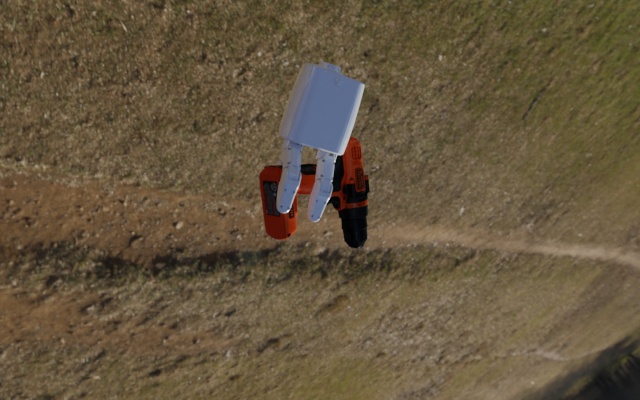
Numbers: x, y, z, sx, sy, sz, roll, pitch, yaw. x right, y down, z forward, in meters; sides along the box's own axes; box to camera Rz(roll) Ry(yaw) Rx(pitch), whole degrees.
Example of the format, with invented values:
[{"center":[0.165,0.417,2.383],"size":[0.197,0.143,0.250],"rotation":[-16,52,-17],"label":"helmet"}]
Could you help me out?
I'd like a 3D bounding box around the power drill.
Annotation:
[{"center":[0.000,0.002,0.737],"size":[0.187,0.184,0.057],"rotation":[-15,12,-41],"label":"power drill"}]
